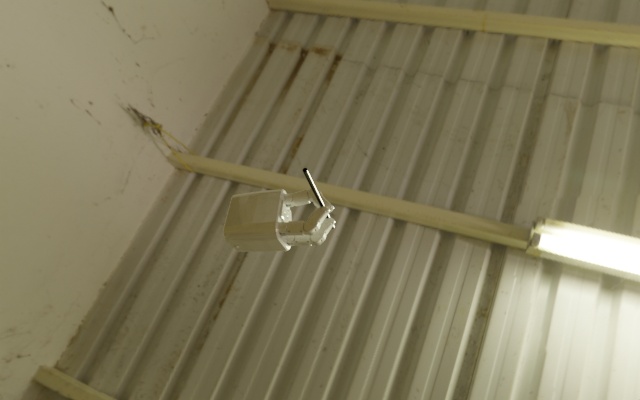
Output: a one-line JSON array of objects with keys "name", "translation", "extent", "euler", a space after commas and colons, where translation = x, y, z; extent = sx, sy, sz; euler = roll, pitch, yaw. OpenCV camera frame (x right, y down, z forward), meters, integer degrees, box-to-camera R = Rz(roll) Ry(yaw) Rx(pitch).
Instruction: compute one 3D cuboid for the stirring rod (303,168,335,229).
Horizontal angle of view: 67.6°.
[{"name": "stirring rod", "translation": [0.000, 0.003, 0.857], "extent": [0.011, 0.011, 0.240], "euler": [0, -25, 13]}]
